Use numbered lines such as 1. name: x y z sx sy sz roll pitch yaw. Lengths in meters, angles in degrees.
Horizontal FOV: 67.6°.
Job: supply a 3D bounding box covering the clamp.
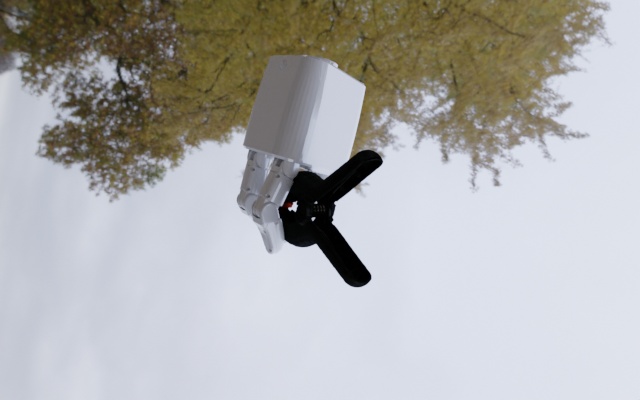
1. clamp: 0.000 0.002 0.471 0.039 0.120 0.171 11 6 -39
